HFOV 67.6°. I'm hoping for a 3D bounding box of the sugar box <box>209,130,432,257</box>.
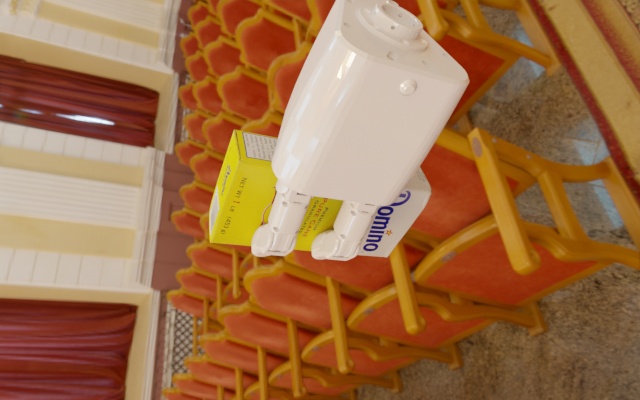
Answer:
[{"bbox_3d":[0.000,0.002,0.414,0.176,0.093,0.048,9,41,-23],"label":"sugar box"}]
